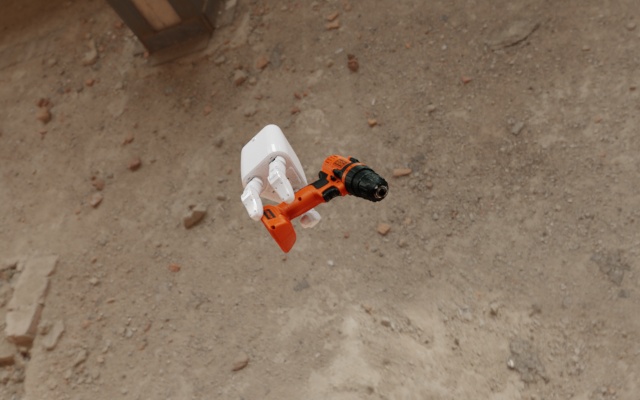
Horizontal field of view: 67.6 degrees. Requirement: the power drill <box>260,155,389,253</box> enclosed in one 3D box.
[{"bbox_3d":[0.000,0.003,0.755,0.187,0.057,0.184,-34,24,-10],"label":"power drill"}]
